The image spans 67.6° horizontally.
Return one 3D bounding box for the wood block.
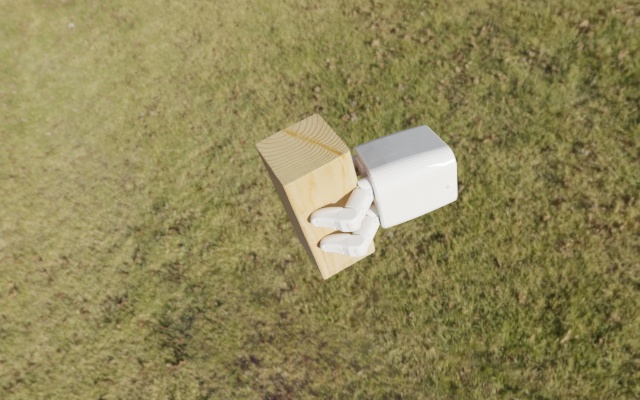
[{"bbox_3d":[0.000,0.002,0.638,0.090,0.206,0.090,-29,48,-8],"label":"wood block"}]
